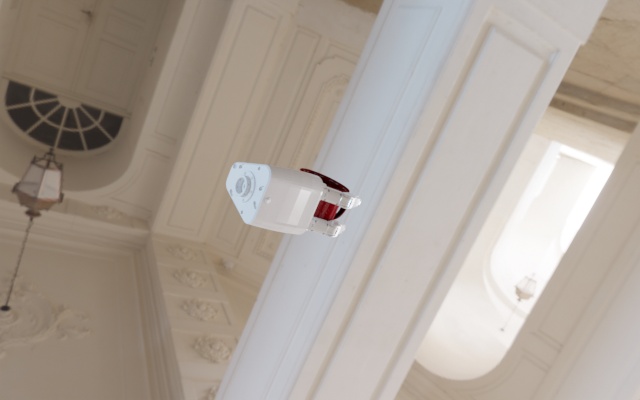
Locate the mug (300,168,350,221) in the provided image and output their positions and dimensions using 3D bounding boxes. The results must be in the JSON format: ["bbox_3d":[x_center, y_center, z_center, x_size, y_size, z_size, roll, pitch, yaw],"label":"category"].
[{"bbox_3d":[0.001,0.003,0.829,0.117,0.081,0.093,14,15,-42],"label":"mug"}]
